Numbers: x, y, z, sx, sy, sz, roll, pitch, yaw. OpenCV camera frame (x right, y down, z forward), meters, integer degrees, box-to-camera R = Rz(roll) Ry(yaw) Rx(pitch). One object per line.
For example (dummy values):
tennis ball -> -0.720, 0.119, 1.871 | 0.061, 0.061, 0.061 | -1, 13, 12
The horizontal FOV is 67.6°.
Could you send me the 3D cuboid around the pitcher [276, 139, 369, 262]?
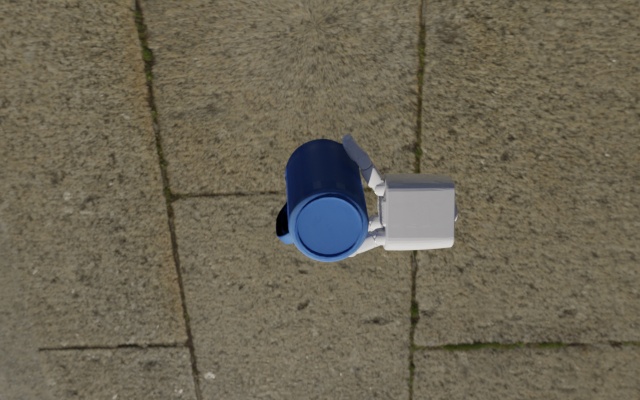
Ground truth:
pitcher -> 0.000, 0.002, 0.741 | 0.145, 0.149, 0.242 | 2, 20, -2
